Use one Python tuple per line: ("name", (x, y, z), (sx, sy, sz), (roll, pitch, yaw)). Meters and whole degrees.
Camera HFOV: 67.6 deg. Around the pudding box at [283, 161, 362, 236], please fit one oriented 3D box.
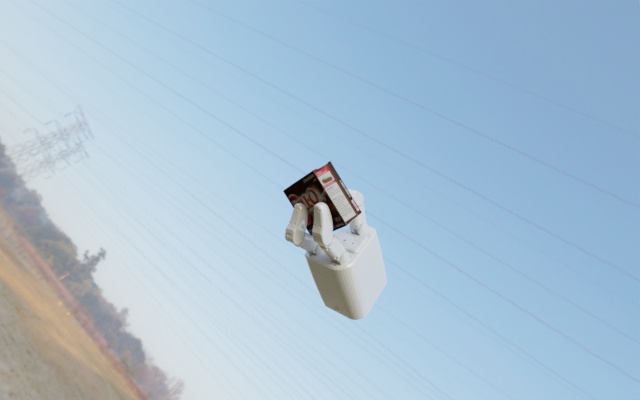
("pudding box", (0.000, 0.002, 0.702), (0.039, 0.090, 0.113), (-34, 2, -32))
